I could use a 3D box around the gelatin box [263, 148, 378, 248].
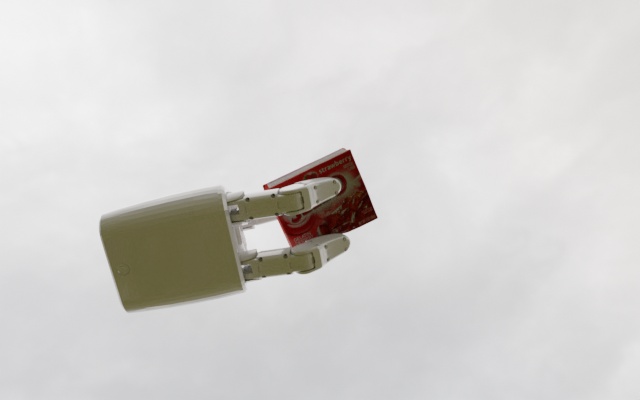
[{"bbox_3d":[0.000,0.001,0.454,0.089,0.073,0.030,-26,16,-7],"label":"gelatin box"}]
